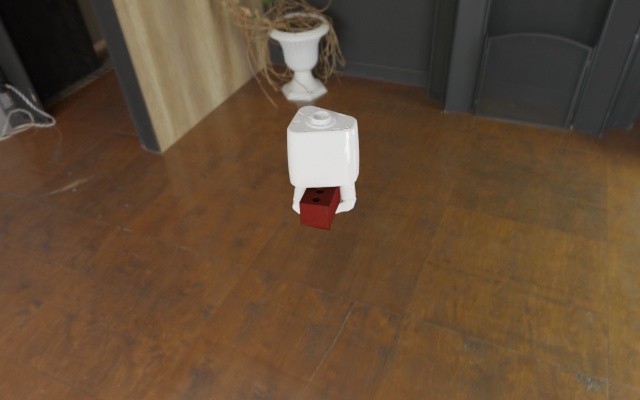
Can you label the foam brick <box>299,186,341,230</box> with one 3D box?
[{"bbox_3d":[0.000,0.003,0.814,0.053,0.051,0.078,8,41,13],"label":"foam brick"}]
